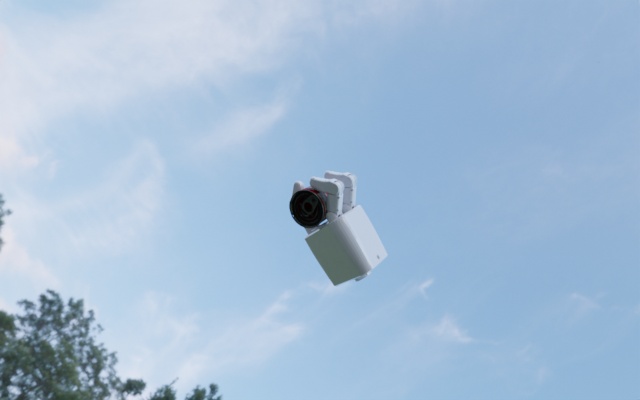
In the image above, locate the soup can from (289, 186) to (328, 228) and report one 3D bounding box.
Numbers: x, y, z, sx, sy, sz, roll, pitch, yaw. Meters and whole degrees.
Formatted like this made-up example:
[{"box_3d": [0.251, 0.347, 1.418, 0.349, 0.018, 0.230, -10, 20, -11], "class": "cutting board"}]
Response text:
[{"box_3d": [0.000, 0.002, 0.852, 0.068, 0.068, 0.102, 0, 14, 30], "class": "soup can"}]
